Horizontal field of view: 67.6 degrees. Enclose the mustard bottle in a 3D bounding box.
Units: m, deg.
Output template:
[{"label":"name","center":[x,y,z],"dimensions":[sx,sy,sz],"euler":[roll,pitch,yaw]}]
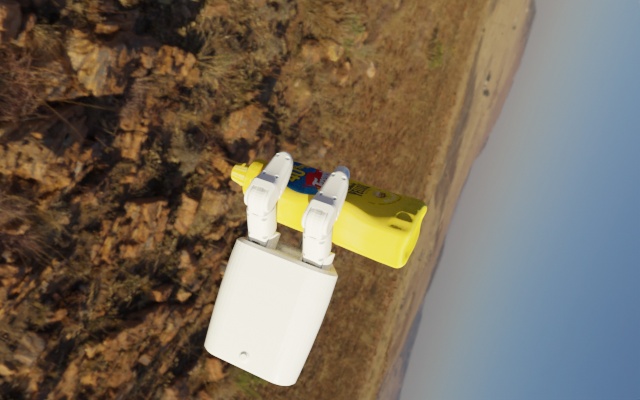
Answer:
[{"label":"mustard bottle","center":[0.000,0.001,0.459],"dimensions":[0.191,0.058,0.096],"euler":[19,23,16]}]
